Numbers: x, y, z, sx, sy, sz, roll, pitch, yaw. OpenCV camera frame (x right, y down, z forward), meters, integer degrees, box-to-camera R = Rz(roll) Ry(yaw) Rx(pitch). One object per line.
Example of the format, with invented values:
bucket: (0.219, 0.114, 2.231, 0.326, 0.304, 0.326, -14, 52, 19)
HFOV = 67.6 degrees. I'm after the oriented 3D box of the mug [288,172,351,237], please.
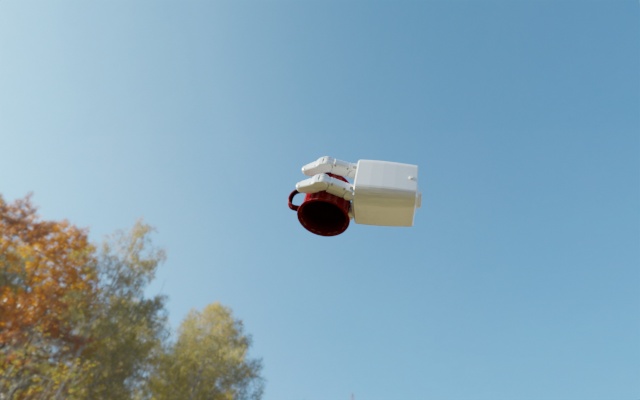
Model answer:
mug: (-0.001, 0.003, 0.855, 0.117, 0.093, 0.081, 6, 44, 9)
